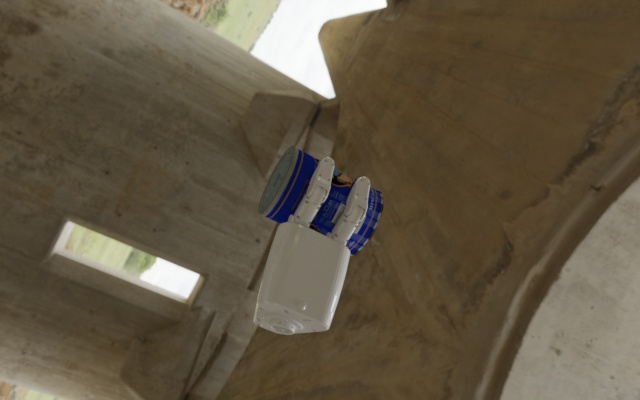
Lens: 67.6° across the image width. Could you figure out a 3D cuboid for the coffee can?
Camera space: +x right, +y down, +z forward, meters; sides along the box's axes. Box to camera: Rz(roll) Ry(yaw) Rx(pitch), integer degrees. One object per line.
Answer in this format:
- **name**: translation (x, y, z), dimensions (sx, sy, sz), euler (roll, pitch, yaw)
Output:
- **coffee can**: translation (0.000, 0.002, 0.654), dimensions (0.140, 0.103, 0.103), euler (26, -8, -16)
